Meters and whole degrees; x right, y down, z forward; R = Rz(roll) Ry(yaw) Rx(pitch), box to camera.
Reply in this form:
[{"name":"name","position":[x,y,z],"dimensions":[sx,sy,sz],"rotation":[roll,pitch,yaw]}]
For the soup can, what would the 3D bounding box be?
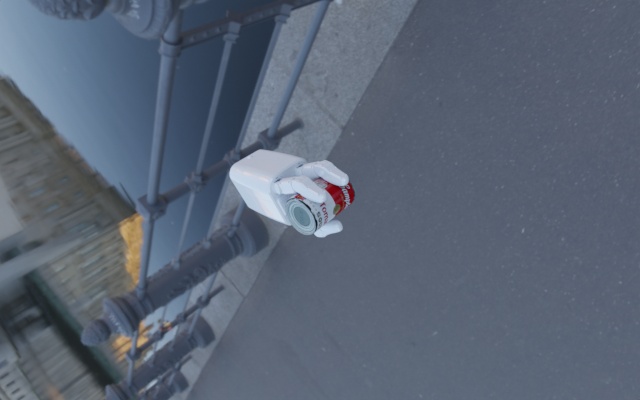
[{"name":"soup can","position":[0.000,0.003,0.778],"dimensions":[0.068,0.068,0.102],"rotation":[0,28,47]}]
